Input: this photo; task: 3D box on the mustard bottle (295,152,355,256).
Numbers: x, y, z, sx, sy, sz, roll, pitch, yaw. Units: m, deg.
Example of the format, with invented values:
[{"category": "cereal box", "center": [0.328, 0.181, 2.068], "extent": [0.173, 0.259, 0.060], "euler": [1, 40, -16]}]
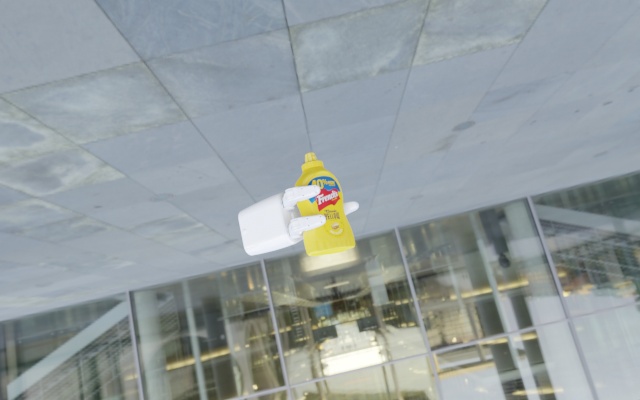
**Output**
[{"category": "mustard bottle", "center": [0.000, 0.003, 0.885], "extent": [0.096, 0.191, 0.058], "euler": [-4, -15, -35]}]
